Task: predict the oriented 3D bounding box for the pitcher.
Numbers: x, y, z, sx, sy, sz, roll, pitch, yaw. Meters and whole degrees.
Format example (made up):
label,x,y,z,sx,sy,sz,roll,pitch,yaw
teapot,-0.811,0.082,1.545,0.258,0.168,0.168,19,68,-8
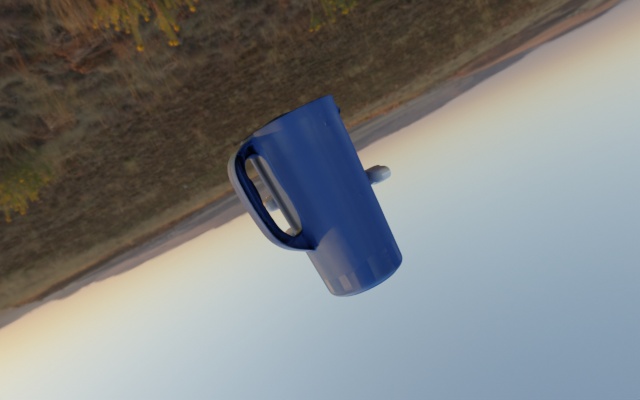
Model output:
label,x,y,z,sx,sy,sz,roll,pitch,yaw
pitcher,0.000,0.002,0.616,0.149,0.243,0.145,-27,5,10
